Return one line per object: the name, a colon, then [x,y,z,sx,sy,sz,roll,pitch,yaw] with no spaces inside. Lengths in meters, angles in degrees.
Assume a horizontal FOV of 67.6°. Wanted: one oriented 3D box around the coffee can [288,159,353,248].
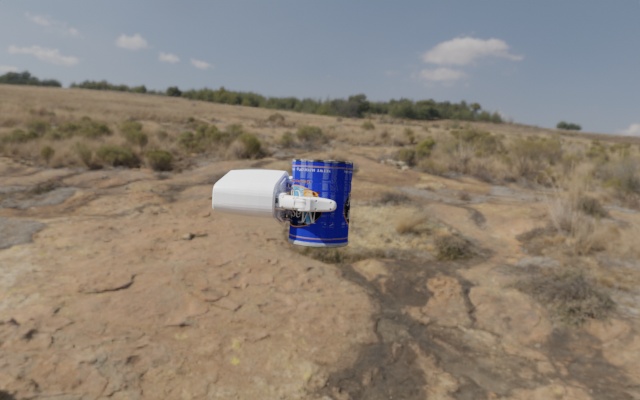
coffee can: [0.000,0.003,0.808,0.103,0.140,0.103,3,3,0]
